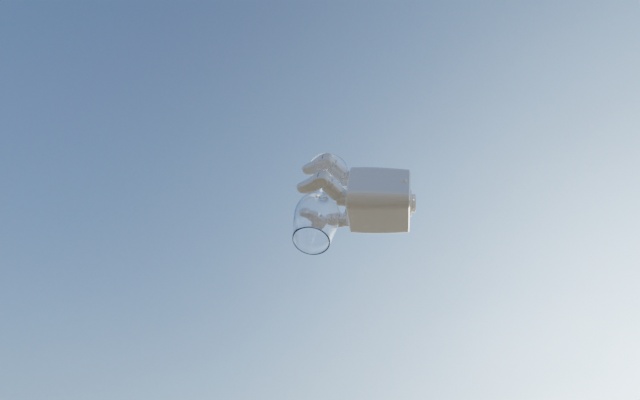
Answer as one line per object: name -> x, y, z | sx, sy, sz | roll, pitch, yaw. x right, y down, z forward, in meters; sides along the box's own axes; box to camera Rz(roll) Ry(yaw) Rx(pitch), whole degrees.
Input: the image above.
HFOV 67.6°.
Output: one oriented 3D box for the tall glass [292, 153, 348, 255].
tall glass -> 0.000, 0.002, 0.836 | 0.079, 0.079, 0.201 | 0, 39, 12
